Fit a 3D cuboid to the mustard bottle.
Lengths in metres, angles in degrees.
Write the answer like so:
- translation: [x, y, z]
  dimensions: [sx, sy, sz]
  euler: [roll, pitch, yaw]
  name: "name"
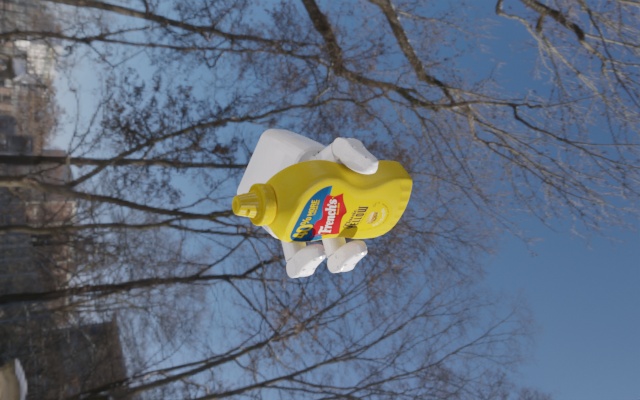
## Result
- translation: [0.000, 0.002, 0.497]
  dimensions: [0.191, 0.058, 0.096]
  euler: [-1, -44, -33]
  name: "mustard bottle"
